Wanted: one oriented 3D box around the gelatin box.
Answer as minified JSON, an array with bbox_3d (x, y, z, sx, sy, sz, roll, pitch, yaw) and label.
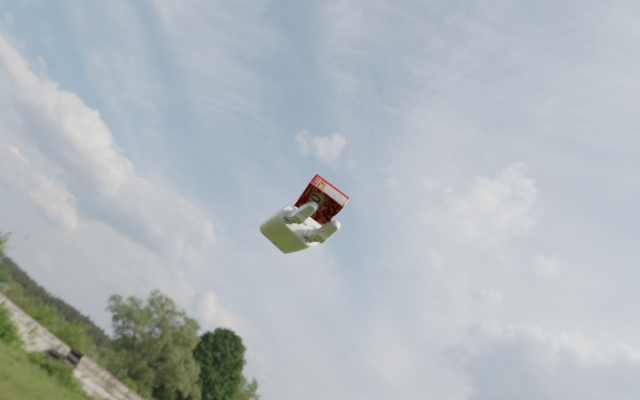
[{"bbox_3d":[0.000,0.002,0.860,0.073,0.030,0.089,37,-37,-2],"label":"gelatin box"}]
